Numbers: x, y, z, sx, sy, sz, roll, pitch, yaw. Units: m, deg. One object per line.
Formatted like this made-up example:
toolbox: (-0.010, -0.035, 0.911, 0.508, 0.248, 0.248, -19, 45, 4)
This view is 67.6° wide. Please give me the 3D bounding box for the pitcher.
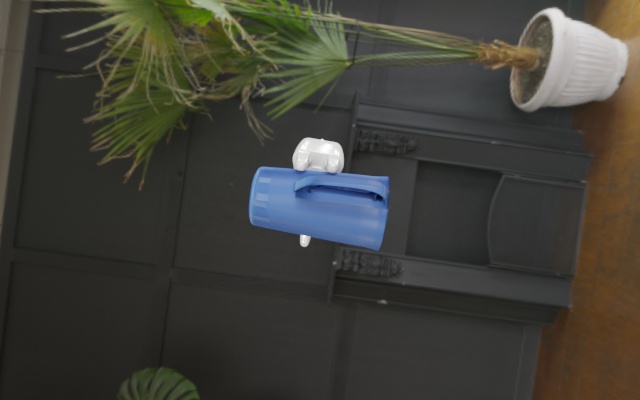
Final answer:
pitcher: (0.000, 0.003, 0.851, 0.243, 0.149, 0.145, 8, 22, 1)
